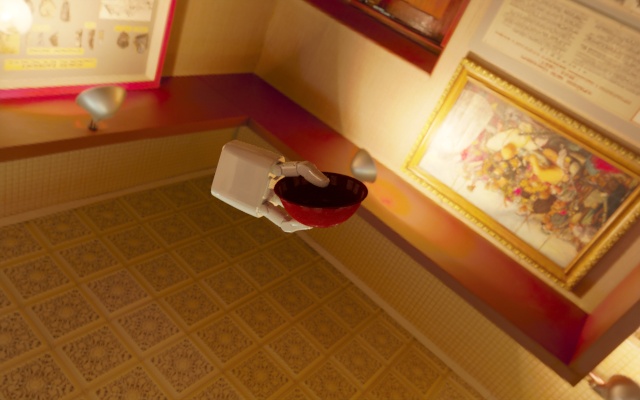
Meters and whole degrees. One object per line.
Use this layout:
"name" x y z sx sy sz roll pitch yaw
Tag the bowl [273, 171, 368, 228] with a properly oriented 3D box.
"bowl" 0.001 0.003 0.823 0.162 0.055 0.162 2 24 -1
